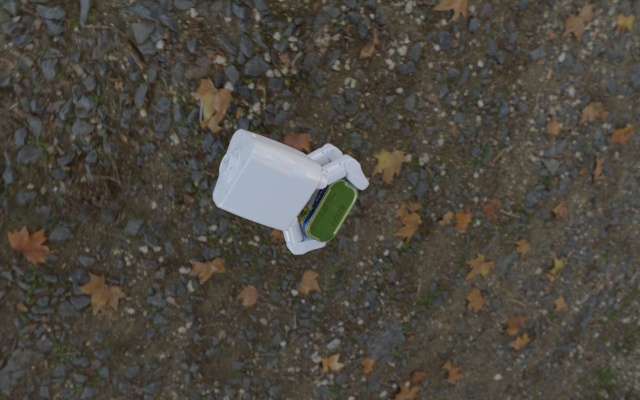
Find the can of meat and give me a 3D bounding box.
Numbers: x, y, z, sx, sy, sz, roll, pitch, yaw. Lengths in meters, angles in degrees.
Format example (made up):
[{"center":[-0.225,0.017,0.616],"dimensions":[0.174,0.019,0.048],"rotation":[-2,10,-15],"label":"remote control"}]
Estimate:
[{"center":[0.000,0.003,0.714],"dimensions":[0.057,0.102,0.084],"rotation":[25,8,-32],"label":"can of meat"}]
